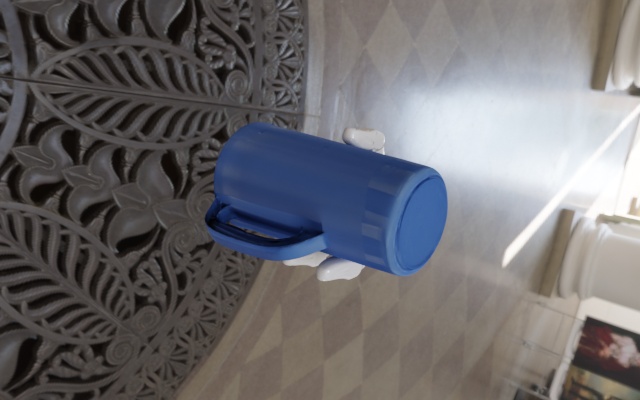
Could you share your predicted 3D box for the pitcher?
[{"bbox_3d":[0.000,0.002,0.515,0.243,0.149,0.145,17,0,39],"label":"pitcher"}]
